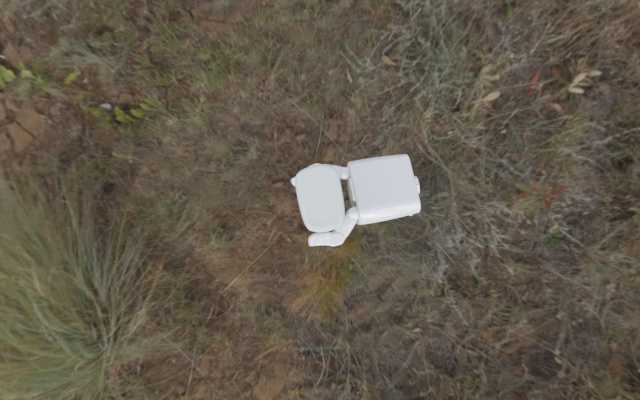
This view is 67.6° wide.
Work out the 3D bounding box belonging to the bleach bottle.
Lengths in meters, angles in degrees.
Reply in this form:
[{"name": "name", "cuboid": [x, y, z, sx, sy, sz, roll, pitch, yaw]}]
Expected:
[{"name": "bleach bottle", "cuboid": [0.000, 0.003, 0.827, 0.068, 0.102, 0.251, -10, -2, 0]}]
